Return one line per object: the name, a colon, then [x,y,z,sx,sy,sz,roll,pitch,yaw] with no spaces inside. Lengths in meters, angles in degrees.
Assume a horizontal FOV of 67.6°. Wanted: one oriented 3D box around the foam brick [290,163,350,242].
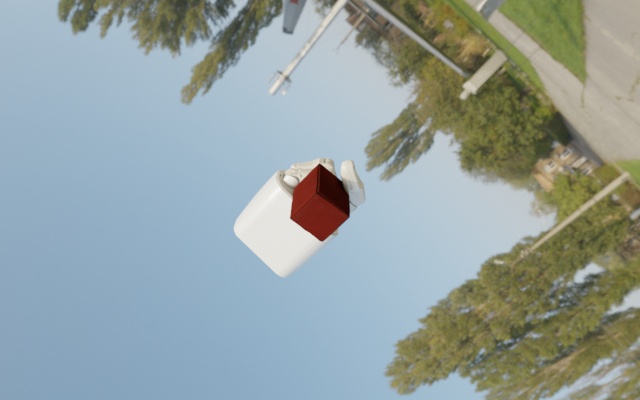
foam brick: [0.000,0.002,0.588,0.053,0.051,0.078,38,24,-18]
